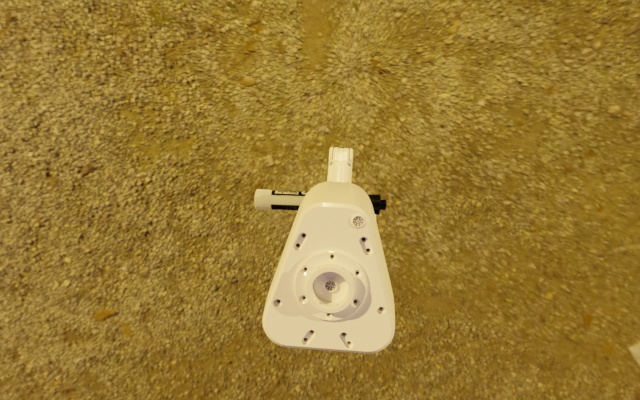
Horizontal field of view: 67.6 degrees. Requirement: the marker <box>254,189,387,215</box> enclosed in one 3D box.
[{"bbox_3d":[0.000,0.001,0.442,0.121,0.020,0.020,3,0,3],"label":"marker"}]
